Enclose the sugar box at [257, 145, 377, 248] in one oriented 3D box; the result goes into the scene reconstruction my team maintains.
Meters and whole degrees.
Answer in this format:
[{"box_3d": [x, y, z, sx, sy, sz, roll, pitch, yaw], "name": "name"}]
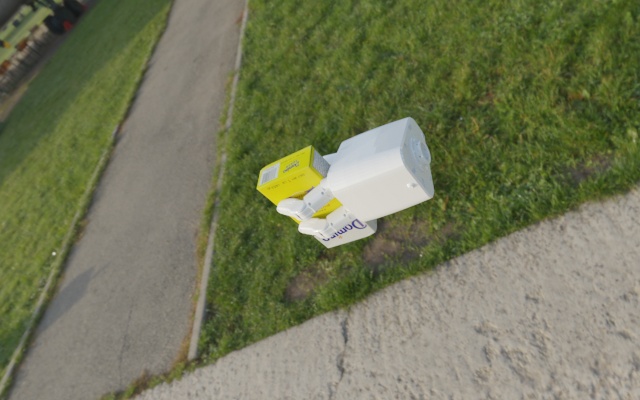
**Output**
[{"box_3d": [0.000, 0.003, 0.694, 0.093, 0.048, 0.176, -21, -47, 30], "name": "sugar box"}]
